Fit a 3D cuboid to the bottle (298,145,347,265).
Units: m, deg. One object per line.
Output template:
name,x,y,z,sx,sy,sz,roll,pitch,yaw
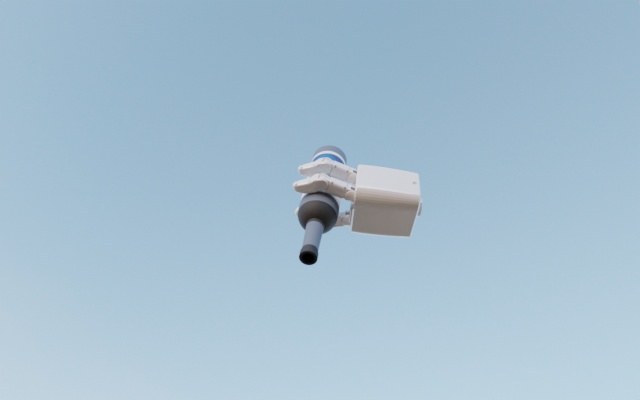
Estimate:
bottle,0.000,0.003,0.809,0.069,0.069,0.295,0,33,8
